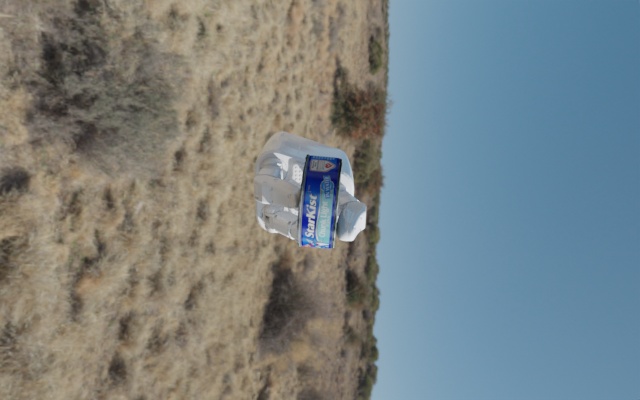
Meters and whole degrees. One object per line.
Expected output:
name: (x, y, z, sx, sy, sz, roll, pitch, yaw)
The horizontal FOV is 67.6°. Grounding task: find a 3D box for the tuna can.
tuna can: (0.001, 0.002, 0.441, 0.034, 0.086, 0.086, 6, 0, 2)
